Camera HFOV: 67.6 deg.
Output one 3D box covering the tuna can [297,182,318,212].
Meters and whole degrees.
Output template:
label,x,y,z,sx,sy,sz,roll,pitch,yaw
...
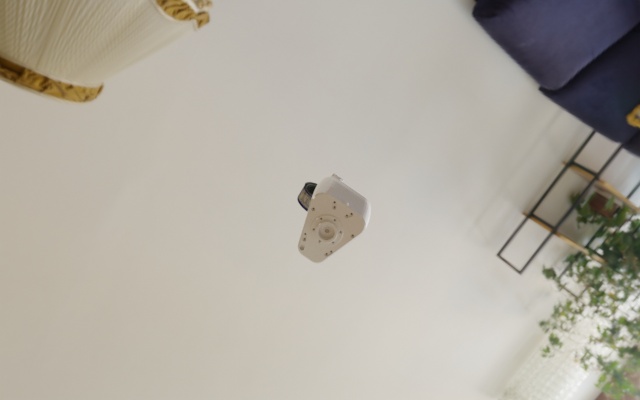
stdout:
label,x,y,z,sx,sy,sz,roll,pitch,yaw
tuna can,0.000,0.003,0.893,0.086,0.034,0.086,28,19,-11
